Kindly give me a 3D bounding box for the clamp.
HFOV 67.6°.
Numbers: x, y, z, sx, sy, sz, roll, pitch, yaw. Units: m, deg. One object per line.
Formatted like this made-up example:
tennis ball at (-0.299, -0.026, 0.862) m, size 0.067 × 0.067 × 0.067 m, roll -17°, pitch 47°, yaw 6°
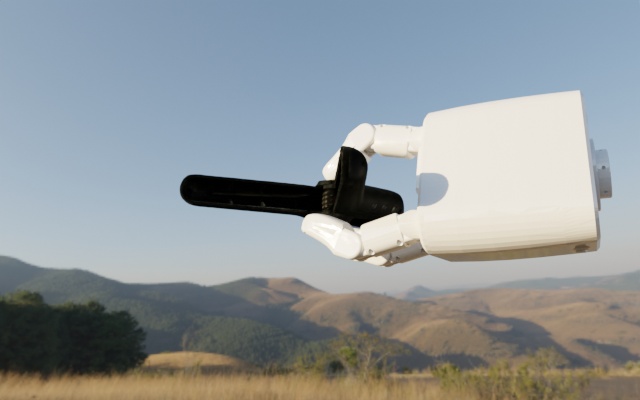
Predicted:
clamp at (0.001, 0.001, 0.410) m, size 0.164 × 0.036 × 0.210 m, roll -3°, pitch -13°, yaw 29°
